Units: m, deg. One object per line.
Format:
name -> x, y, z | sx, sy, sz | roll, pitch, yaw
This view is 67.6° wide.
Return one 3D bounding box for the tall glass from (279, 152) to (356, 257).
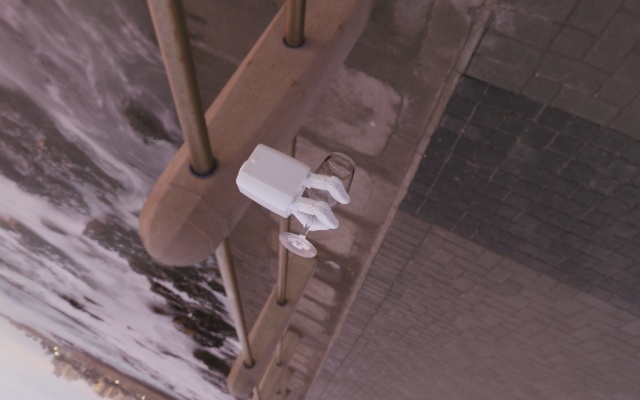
tall glass -> 0.000, 0.004, 0.895 | 0.079, 0.201, 0.079 | 22, -29, 13
